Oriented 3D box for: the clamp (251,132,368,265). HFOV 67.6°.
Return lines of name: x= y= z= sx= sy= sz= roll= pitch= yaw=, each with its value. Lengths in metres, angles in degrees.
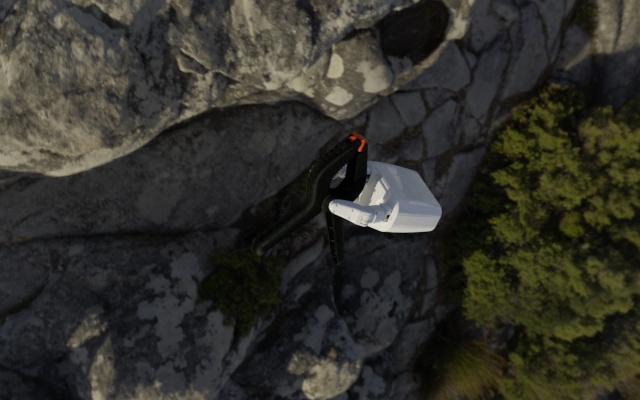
clamp: x=0.001 y=0.002 z=0.666 sx=0.164 sy=0.210 sz=0.036 roll=4 pitch=27 yaw=-38
